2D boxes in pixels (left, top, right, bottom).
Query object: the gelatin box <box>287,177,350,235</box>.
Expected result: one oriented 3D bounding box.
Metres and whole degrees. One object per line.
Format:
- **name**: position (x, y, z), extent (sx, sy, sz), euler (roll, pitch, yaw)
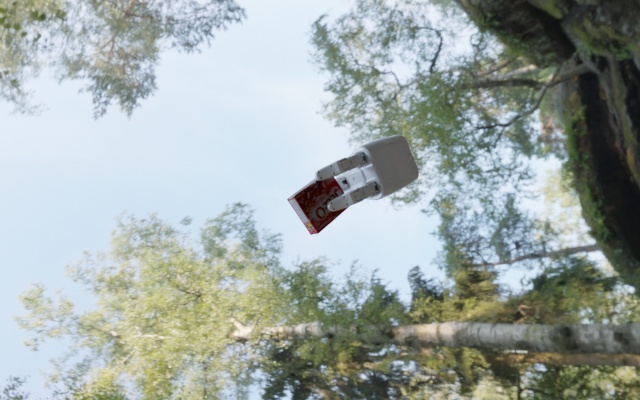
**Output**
- **gelatin box**: position (0.000, 0.003, 0.790), extent (0.089, 0.073, 0.030), euler (-38, 11, -31)
